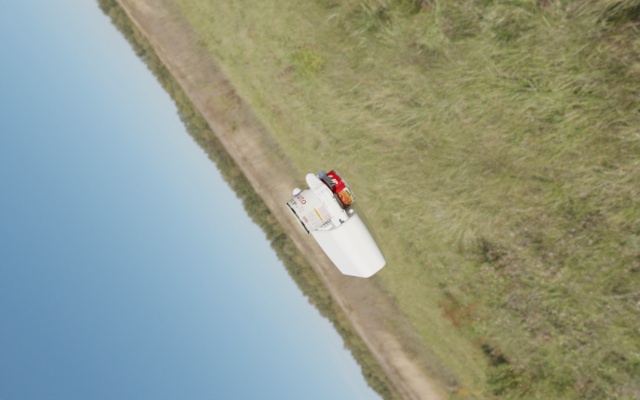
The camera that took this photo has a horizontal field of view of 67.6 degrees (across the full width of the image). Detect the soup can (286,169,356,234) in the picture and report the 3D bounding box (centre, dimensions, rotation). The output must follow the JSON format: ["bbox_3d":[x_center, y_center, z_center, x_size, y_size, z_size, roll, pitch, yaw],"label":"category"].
[{"bbox_3d":[0.000,0.002,0.828,0.102,0.068,0.068,-36,4,-6],"label":"soup can"}]
